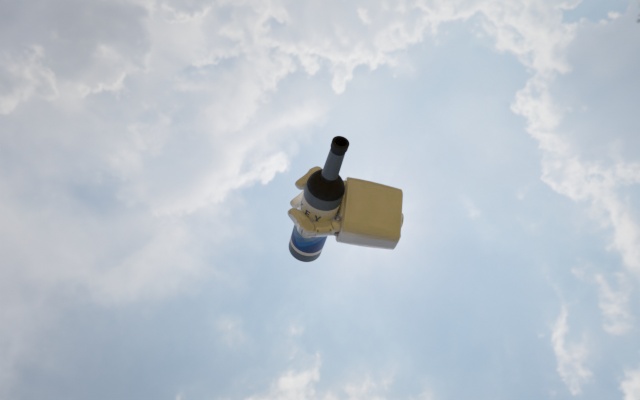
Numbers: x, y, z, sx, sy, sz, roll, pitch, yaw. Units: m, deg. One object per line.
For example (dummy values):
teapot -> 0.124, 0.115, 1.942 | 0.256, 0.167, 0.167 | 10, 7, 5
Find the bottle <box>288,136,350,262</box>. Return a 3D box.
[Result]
bottle -> 0.000, 0.003, 0.826 | 0.069, 0.069, 0.296 | 0, -38, -15
